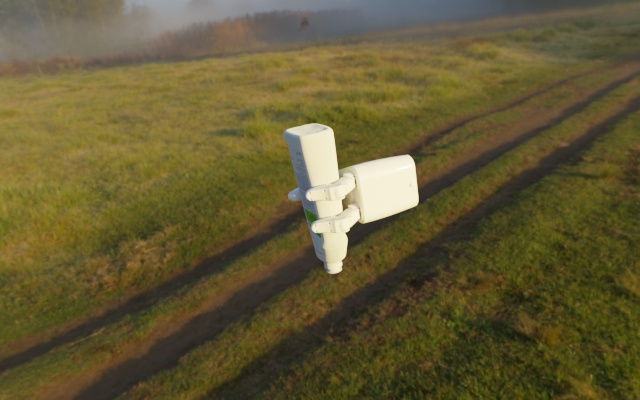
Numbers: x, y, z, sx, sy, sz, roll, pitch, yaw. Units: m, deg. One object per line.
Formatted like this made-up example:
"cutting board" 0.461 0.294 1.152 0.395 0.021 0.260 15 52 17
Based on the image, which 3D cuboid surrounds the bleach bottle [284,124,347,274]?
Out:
"bleach bottle" 0.000 0.003 0.806 0.068 0.251 0.102 -16 20 -16
